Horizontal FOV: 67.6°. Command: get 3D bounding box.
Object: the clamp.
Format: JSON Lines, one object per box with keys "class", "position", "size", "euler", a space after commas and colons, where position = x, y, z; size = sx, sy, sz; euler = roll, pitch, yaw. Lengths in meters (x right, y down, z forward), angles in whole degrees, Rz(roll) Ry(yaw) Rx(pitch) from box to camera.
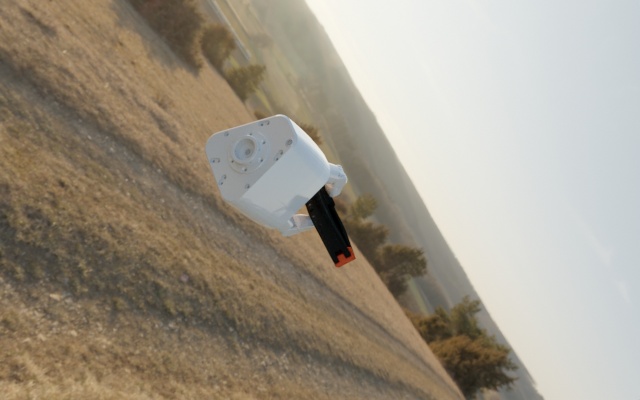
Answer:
{"class": "clamp", "position": [0.001, 0.002, 0.689], "size": [0.036, 0.210, 0.165], "euler": [-29, -24, 9]}
